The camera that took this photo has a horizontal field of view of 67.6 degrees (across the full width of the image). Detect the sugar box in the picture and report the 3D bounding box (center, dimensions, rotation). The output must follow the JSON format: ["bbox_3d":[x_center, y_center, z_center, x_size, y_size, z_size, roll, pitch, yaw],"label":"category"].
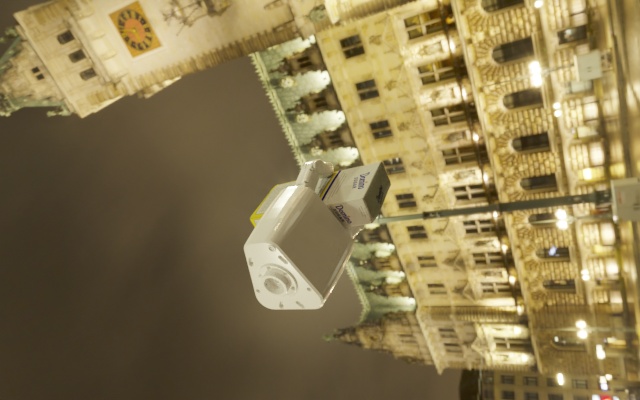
[{"bbox_3d":[0.000,0.003,0.651,0.176,0.048,0.093,-8,31,30],"label":"sugar box"}]
